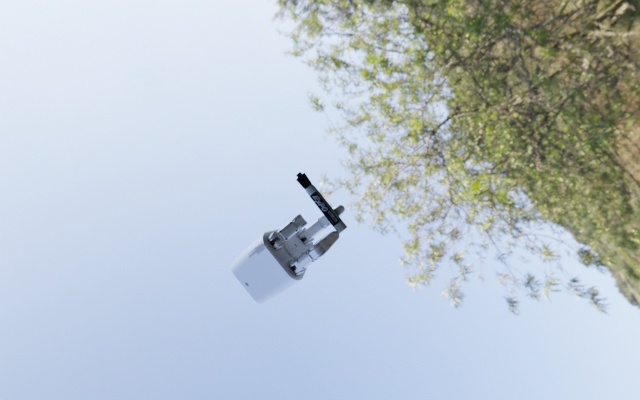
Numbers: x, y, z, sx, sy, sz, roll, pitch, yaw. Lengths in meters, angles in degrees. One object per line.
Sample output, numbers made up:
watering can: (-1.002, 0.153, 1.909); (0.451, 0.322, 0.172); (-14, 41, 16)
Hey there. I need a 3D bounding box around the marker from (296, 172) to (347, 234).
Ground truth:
marker: (0.000, 0.003, 0.793); (0.020, 0.121, 0.020); (-38, -1, -1)
